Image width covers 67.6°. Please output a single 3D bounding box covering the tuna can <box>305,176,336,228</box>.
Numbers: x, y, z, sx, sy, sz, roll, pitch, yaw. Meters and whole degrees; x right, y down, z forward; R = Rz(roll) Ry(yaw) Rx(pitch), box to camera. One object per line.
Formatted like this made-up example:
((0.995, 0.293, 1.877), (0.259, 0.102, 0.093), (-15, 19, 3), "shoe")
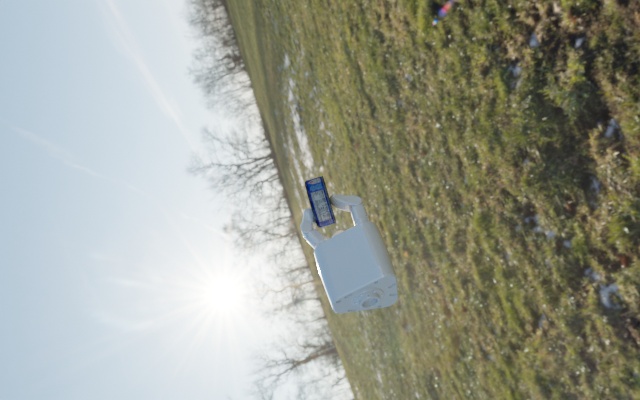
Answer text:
((0.000, 0.003, 0.822), (0.034, 0.086, 0.086), (-16, -1, 2), "tuna can")
